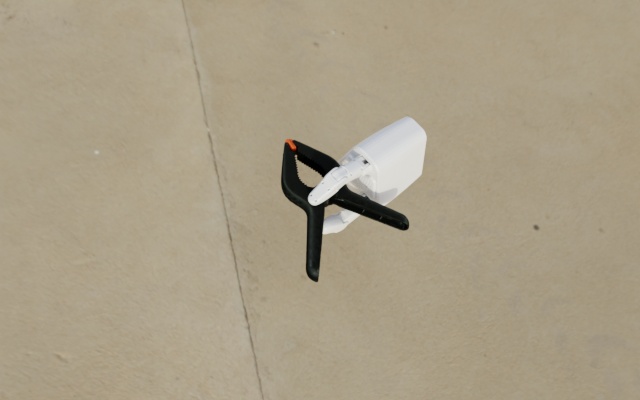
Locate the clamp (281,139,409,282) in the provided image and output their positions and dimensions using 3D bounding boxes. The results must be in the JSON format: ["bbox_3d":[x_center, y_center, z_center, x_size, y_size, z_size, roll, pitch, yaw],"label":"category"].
[{"bbox_3d":[0.000,0.001,0.668,0.164,0.210,0.036,-34,-18,-24],"label":"clamp"}]
